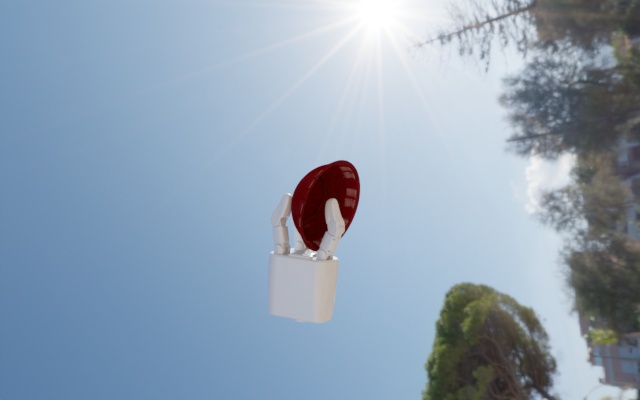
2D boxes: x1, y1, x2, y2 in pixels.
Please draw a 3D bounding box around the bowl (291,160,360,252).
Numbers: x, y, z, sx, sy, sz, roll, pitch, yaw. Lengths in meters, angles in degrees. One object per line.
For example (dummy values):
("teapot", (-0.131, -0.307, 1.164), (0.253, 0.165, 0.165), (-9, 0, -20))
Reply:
("bowl", (0.000, 0.001, 0.815), (0.055, 0.162, 0.162), (22, 13, 34))
